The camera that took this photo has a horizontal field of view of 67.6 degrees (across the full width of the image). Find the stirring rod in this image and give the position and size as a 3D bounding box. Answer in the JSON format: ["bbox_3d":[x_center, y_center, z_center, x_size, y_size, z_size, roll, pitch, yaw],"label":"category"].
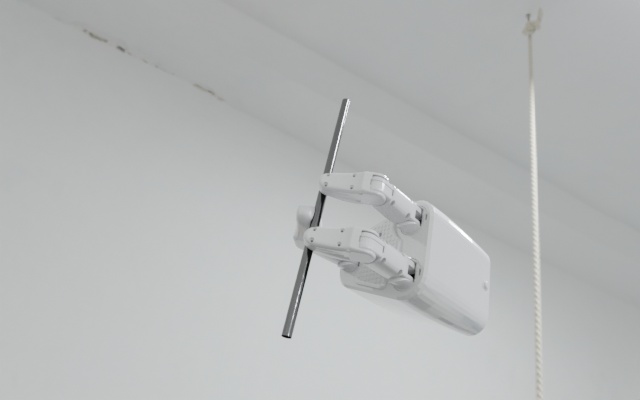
[{"bbox_3d":[0.000,0.001,0.417,0.011,0.239,0.011,11,-30,6],"label":"stirring rod"}]
